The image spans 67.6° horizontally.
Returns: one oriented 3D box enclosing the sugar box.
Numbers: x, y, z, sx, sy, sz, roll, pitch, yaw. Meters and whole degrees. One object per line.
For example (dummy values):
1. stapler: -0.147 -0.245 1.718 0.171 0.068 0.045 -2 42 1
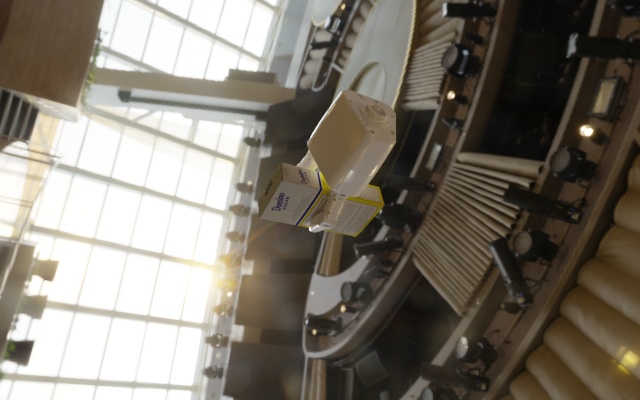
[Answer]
1. sugar box: 0.000 0.002 0.748 0.176 0.048 0.093 15 -46 -24
